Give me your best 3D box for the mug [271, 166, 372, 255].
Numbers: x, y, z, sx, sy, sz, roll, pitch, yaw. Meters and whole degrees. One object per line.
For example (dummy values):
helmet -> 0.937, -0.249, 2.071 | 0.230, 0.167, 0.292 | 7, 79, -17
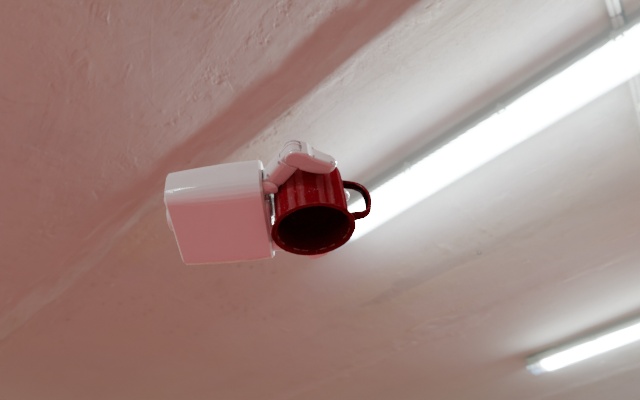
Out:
mug -> 0.001, 0.001, 0.544 | 0.117, 0.081, 0.093 | -7, -41, -3
